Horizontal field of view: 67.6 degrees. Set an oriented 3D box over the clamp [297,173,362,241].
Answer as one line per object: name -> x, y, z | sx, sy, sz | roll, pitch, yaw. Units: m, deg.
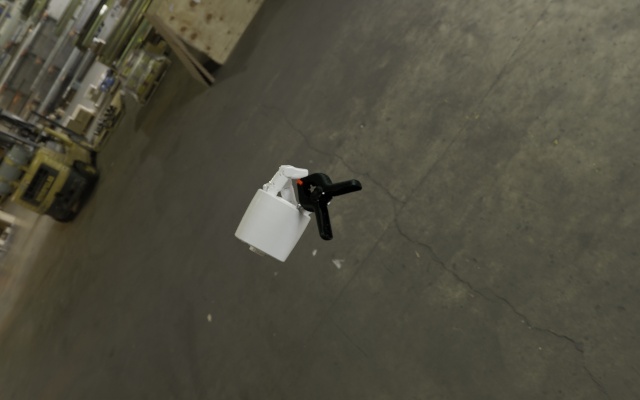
clamp -> 0.000, 0.003, 0.899 | 0.039, 0.120, 0.171 | 34, -7, -33
